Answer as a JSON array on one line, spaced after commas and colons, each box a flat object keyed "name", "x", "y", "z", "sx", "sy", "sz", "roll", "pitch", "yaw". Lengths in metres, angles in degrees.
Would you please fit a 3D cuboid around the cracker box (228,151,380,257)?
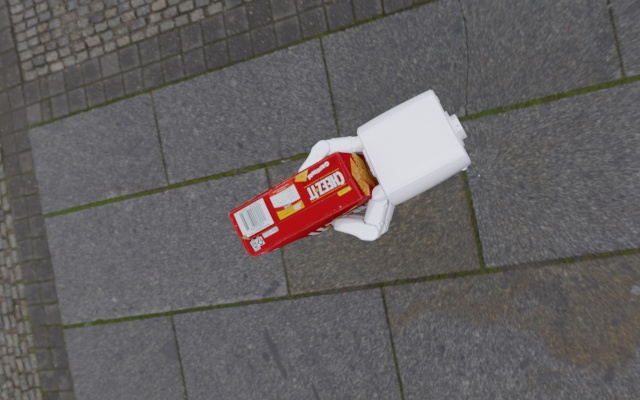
[{"name": "cracker box", "x": 0.000, "y": 0.002, "z": 0.660, "sx": 0.164, "sy": 0.072, "sz": 0.213, "roll": -29, "pitch": -6, "yaw": 18}]
